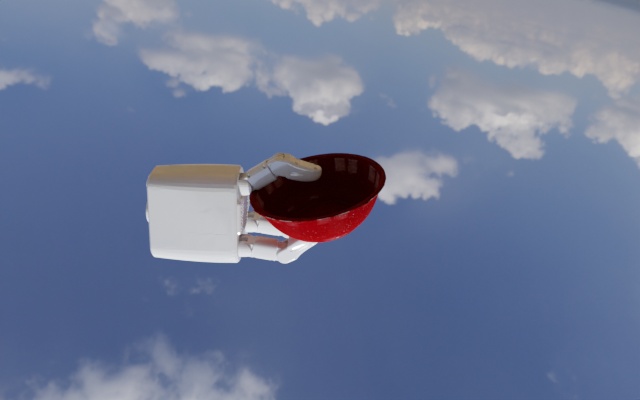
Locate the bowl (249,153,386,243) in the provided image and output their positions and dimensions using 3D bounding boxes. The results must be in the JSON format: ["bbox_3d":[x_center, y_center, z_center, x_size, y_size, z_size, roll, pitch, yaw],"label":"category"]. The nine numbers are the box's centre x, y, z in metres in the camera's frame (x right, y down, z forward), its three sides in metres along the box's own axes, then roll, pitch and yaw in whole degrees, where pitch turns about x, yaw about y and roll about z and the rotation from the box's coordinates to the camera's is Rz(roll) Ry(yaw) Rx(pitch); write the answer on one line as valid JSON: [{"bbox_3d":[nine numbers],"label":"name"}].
[{"bbox_3d":[0.001,0.002,0.569,0.162,0.055,0.162,-9,29,5],"label":"bowl"}]
